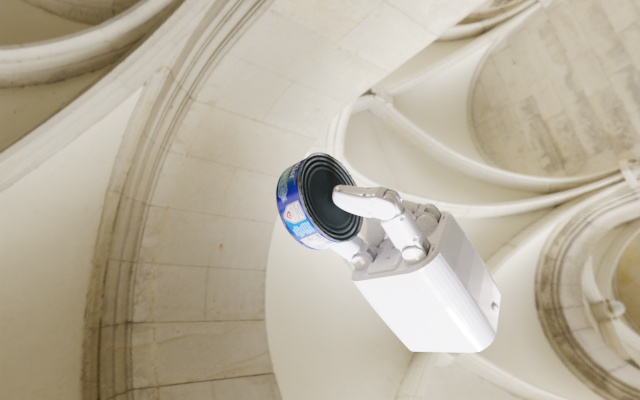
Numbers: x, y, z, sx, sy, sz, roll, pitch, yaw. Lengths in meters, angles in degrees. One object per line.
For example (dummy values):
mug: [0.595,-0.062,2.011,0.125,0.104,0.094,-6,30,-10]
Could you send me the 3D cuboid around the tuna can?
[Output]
tuna can: [0.000,0.002,0.440,0.034,0.086,0.086,-24,-15,37]
